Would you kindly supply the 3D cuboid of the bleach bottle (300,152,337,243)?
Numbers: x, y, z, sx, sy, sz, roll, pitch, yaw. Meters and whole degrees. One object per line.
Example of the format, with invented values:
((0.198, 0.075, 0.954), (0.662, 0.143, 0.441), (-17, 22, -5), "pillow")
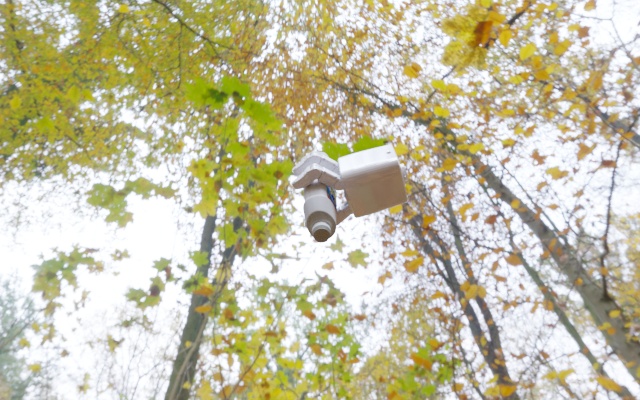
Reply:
((0.000, 0.003, 0.888), (0.068, 0.103, 0.250), (-16, 29, 6), "bleach bottle")
